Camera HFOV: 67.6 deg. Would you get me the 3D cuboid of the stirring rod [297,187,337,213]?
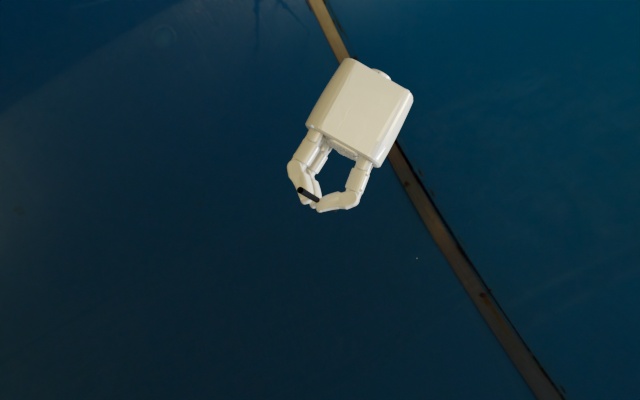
[{"bbox_3d":[0.000,0.002,0.669,0.011,0.011,0.239,0,-7,11],"label":"stirring rod"}]
